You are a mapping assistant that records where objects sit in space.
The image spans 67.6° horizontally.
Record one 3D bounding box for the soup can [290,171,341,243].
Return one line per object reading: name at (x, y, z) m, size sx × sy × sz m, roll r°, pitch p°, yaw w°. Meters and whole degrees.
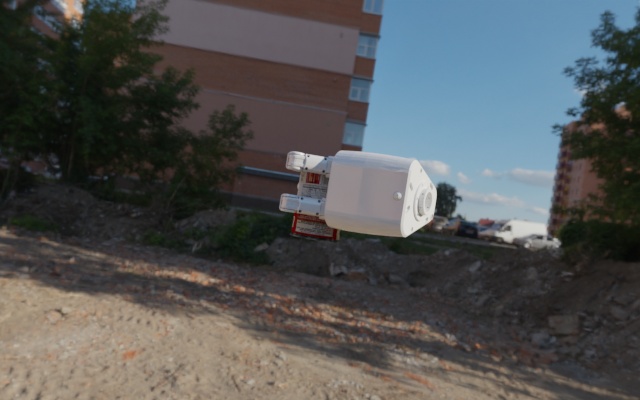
soup can at (0.000, 0.002, 0.654) m, size 0.068 × 0.102 × 0.068 m, roll 9°, pitch -1°, yaw 0°
